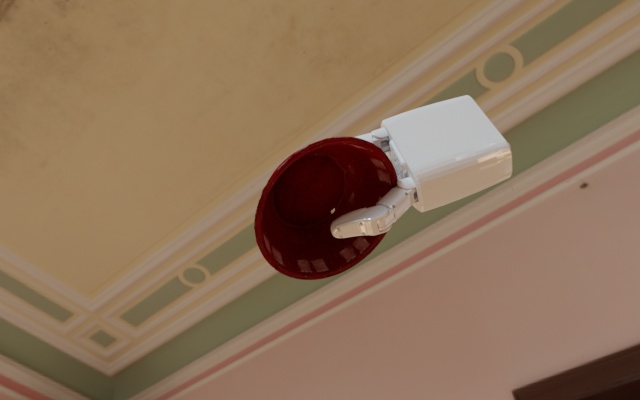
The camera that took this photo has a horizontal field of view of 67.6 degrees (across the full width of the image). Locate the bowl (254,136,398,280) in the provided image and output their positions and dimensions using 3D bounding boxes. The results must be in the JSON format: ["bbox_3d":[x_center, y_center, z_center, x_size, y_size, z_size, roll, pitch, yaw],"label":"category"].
[{"bbox_3d":[-0.001,0.002,0.500,0.162,0.162,0.055,0,26,-29],"label":"bowl"}]
